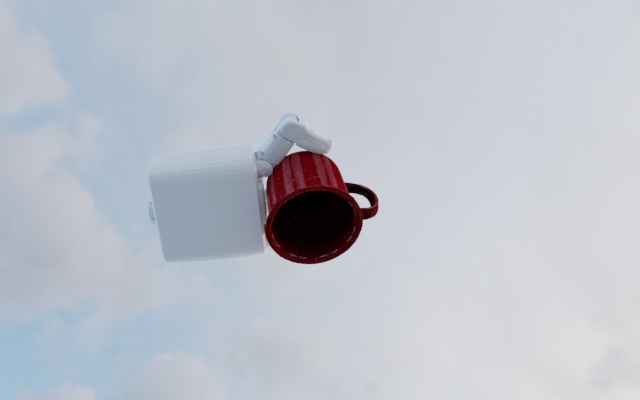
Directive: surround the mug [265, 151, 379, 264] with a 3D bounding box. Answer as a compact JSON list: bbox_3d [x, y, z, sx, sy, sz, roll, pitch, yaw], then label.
[{"bbox_3d":[0.001,0.001,0.481,0.117,0.093,0.081,-6,35,-7],"label":"mug"}]
